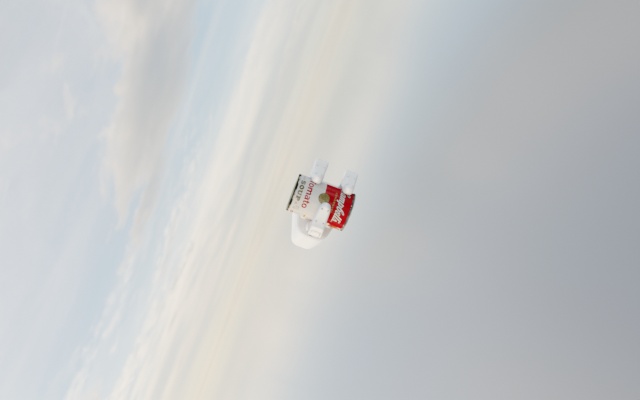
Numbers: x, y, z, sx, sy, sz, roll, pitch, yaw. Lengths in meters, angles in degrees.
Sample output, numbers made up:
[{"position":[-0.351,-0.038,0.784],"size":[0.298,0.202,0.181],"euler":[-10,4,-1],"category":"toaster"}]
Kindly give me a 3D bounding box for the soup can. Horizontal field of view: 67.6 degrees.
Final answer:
[{"position":[0.000,0.003,0.808],"size":[0.102,0.068,0.068],"euler":[21,-2,-5],"category":"soup can"}]
